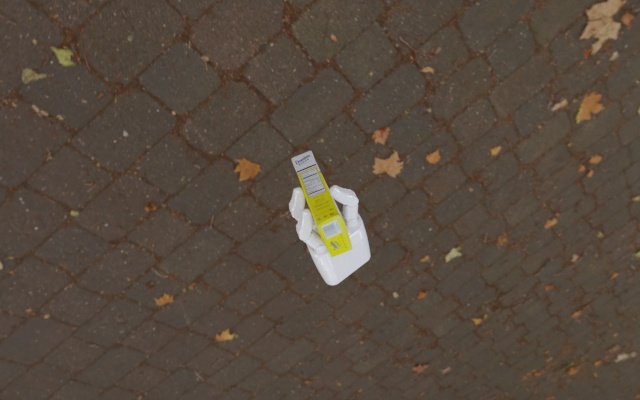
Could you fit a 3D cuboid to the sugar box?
[{"bbox_3d":[0.000,0.003,0.832,0.048,0.093,0.176,-24,46,-3],"label":"sugar box"}]
